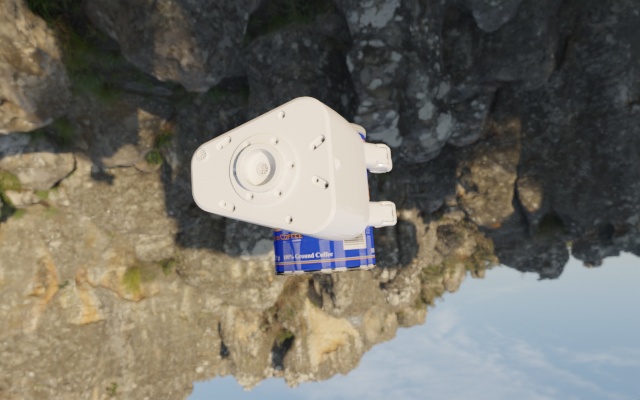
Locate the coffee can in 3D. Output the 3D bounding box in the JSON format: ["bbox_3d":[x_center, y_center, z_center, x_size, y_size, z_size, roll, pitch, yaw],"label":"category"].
[{"bbox_3d":[0.000,0.001,0.486,0.103,0.140,0.103,-4,-6,0],"label":"coffee can"}]
